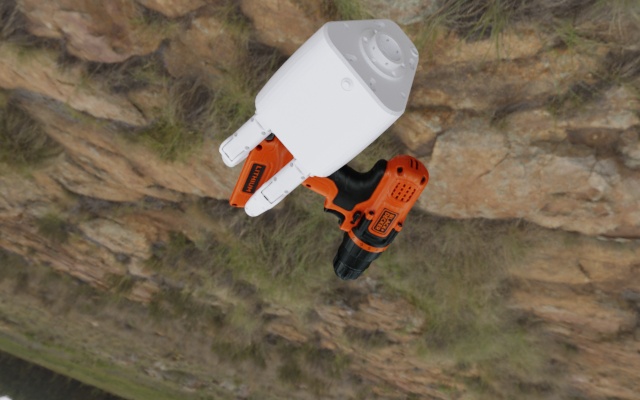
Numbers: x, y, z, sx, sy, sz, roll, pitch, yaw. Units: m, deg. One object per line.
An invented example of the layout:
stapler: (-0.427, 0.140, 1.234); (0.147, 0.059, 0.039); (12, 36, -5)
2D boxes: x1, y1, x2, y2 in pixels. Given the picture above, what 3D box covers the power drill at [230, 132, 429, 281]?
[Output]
power drill: (0.000, 0.001, 0.532); (0.187, 0.184, 0.057); (21, 35, -9)
